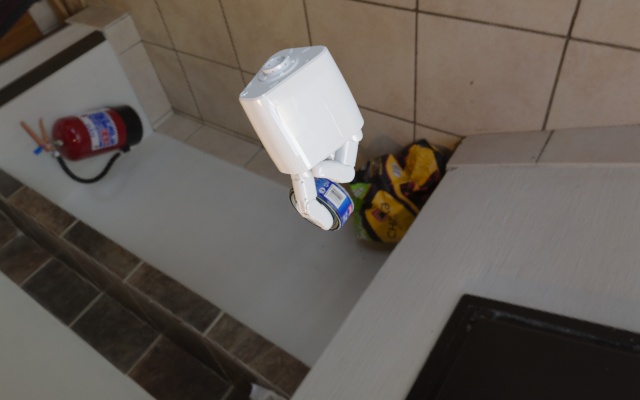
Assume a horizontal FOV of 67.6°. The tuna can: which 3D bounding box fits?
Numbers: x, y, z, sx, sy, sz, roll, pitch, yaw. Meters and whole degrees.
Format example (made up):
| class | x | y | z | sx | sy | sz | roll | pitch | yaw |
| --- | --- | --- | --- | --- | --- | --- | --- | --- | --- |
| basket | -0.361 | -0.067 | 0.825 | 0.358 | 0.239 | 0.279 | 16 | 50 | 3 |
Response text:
| class | x | y | z | sx | sy | sz | roll | pitch | yaw |
| --- | --- | --- | --- | --- | --- | --- | --- | --- | --- |
| tuna can | 0.000 | 0.003 | 0.644 | 0.086 | 0.033 | 0.086 | 28 | -27 | 16 |
